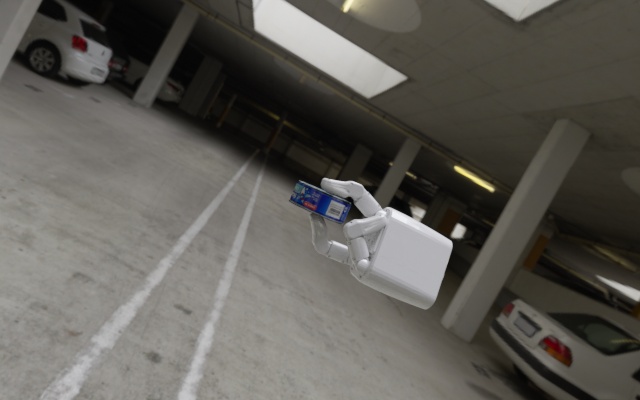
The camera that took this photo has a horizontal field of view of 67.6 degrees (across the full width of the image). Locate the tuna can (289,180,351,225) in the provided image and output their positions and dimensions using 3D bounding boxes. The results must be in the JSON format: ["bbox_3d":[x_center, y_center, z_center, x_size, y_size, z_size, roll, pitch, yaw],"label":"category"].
[{"bbox_3d":[0.000,0.002,0.686,0.086,0.034,0.086,24,2,-1],"label":"tuna can"}]
